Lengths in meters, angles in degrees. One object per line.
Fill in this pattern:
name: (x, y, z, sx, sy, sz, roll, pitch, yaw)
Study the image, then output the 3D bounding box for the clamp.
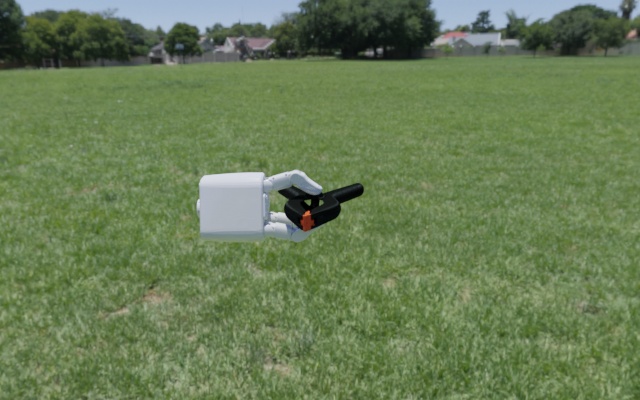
clamp: (0.000, 0.002, 0.826, 0.164, 0.036, 0.210, -2, 17, 0)
